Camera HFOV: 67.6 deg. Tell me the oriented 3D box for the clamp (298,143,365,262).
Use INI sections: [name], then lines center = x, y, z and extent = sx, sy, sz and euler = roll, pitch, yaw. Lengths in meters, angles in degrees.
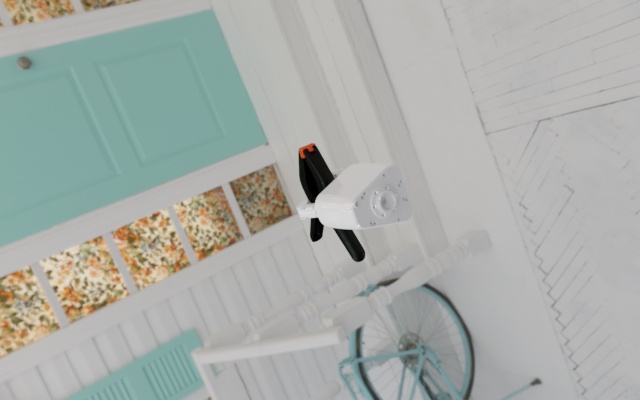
[clamp]
center = -0.001, 0.003, 0.846
extent = 0.036, 0.210, 0.164
euler = -26, 14, -25
